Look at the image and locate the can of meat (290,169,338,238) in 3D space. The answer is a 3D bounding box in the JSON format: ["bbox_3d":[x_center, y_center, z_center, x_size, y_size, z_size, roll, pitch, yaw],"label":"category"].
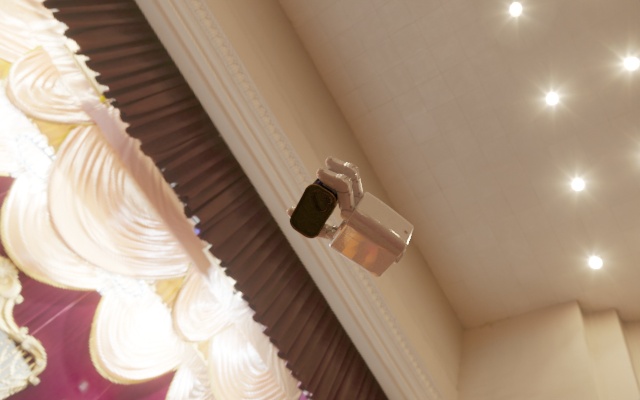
[{"bbox_3d":[0.000,0.003,0.834,0.057,0.102,0.084,32,32,5],"label":"can of meat"}]
